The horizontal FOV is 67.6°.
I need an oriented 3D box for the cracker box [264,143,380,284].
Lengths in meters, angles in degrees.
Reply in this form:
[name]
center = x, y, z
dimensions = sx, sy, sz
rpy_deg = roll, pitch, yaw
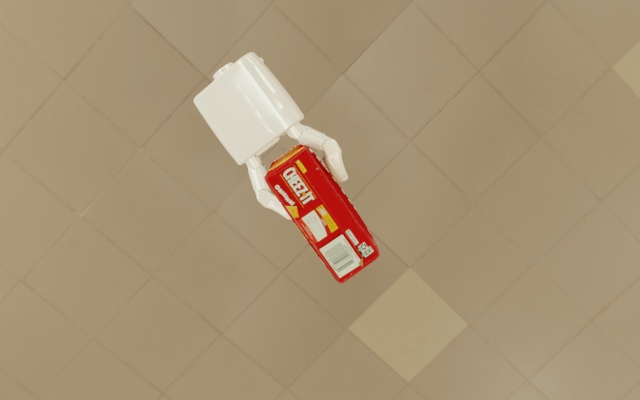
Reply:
[cracker box]
center = 0.000, 0.002, 0.670
dimensions = 0.072, 0.164, 0.213
rpy_deg = -35, 9, 4
